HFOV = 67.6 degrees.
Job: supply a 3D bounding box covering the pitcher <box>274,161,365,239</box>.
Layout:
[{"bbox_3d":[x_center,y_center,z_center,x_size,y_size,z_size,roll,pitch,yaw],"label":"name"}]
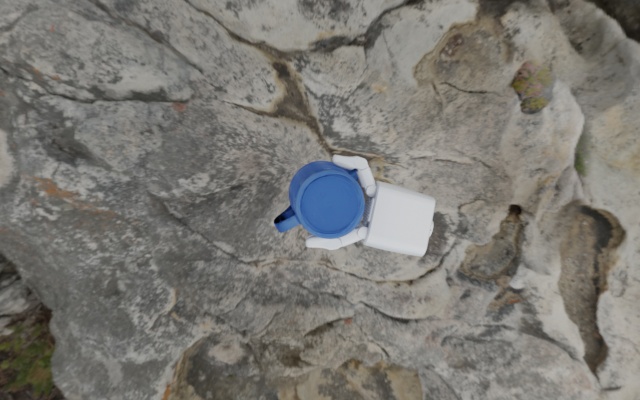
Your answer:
[{"bbox_3d":[0.000,0.003,0.840,0.145,0.149,0.243,15,4,-4],"label":"pitcher"}]
